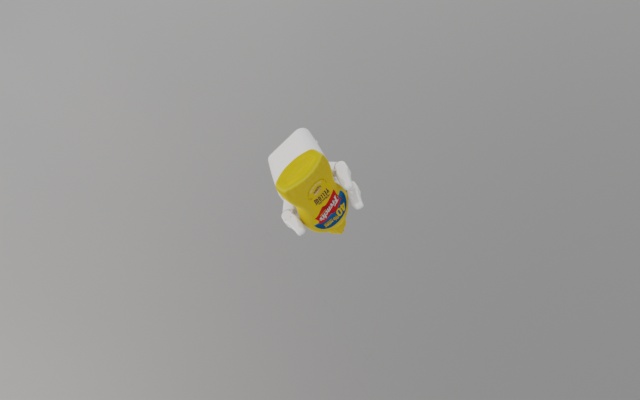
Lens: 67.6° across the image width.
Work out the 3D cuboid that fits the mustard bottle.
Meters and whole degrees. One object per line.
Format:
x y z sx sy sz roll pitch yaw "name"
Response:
0.000 0.003 0.853 0.058 0.096 0.192 33 -16 42 "mustard bottle"
